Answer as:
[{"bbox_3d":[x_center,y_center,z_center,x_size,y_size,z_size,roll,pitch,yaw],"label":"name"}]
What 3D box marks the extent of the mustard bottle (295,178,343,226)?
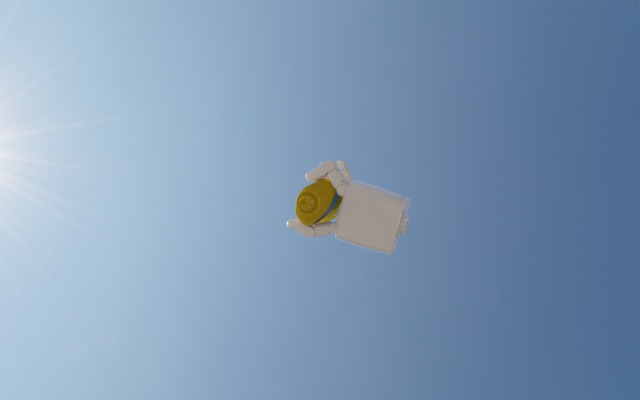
[{"bbox_3d":[0.000,0.003,0.887,0.058,0.096,0.191,43,13,12],"label":"mustard bottle"}]
